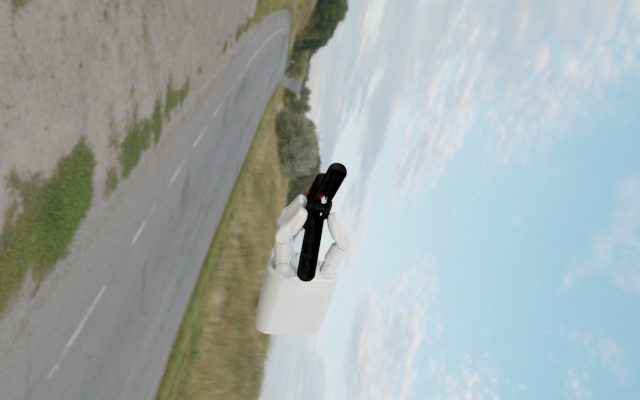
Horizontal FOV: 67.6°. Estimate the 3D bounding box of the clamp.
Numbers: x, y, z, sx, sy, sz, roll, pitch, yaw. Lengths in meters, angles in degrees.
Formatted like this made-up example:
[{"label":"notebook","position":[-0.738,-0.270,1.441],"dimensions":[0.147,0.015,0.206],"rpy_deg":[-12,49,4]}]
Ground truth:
[{"label":"clamp","position":[0.001,0.003,0.701],"dimensions":[0.036,0.165,0.210],"rpy_deg":[17,19,-7]}]
